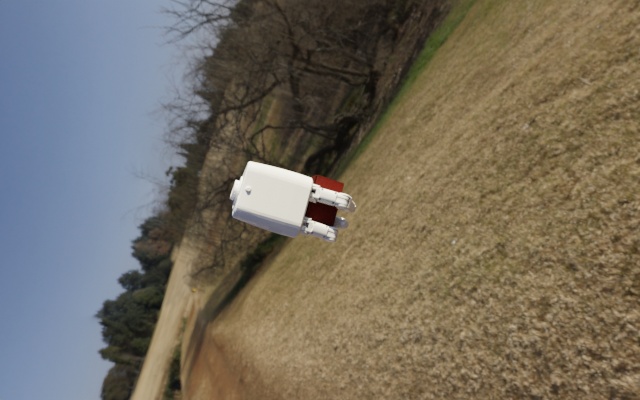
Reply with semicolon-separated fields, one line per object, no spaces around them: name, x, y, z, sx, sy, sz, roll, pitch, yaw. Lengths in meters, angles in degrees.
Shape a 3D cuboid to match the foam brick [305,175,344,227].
foam brick;0.000;0.002;0.796;0.051;0.078;0.053;17;-11;-13
